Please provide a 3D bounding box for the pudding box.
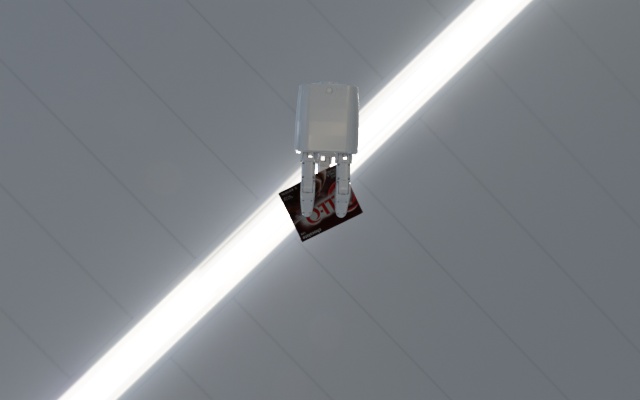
[{"bbox_3d":[0.000,0.002,0.779,0.113,0.090,0.039,-26,6,1],"label":"pudding box"}]
